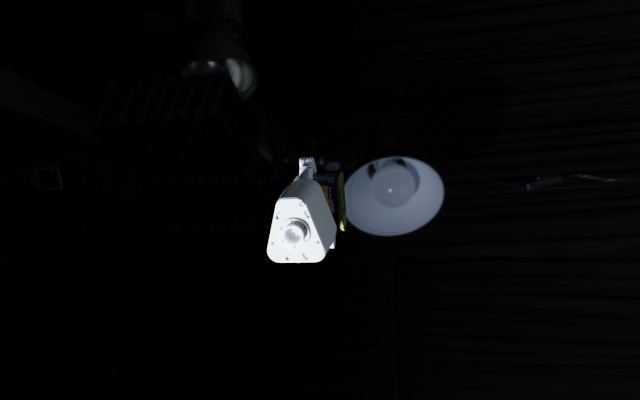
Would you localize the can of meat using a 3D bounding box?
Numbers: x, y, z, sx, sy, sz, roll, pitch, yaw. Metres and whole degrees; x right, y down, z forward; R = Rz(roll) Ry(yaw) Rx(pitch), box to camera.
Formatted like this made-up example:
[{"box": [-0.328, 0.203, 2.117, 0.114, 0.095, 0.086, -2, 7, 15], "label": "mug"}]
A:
[{"box": [0.000, 0.003, 0.855, 0.084, 0.102, 0.057, -2, 20, 10], "label": "can of meat"}]
